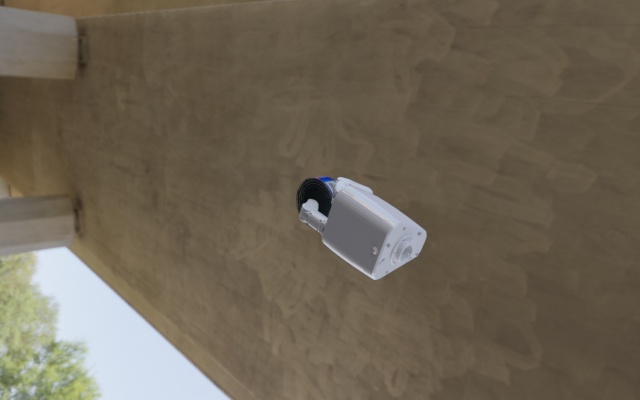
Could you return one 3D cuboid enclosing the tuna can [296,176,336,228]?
[{"bbox_3d":[0.000,0.003,0.804,0.086,0.086,0.034,0,8,44],"label":"tuna can"}]
